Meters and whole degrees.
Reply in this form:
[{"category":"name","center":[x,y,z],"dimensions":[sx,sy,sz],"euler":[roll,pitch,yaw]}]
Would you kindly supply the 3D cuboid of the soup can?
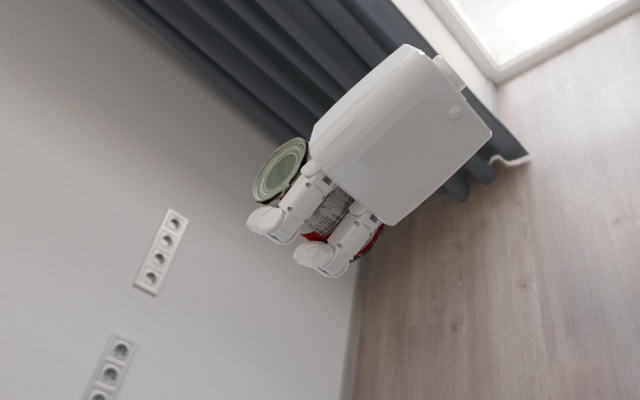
[{"category":"soup can","center":[-0.001,0.001,0.417],"dimensions":[0.102,0.068,0.068],"euler":[38,-21,-29]}]
